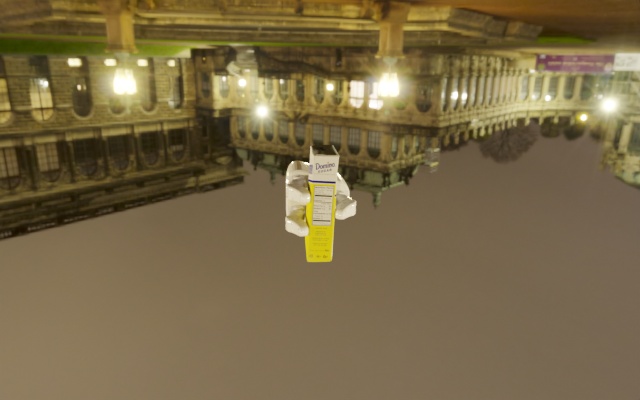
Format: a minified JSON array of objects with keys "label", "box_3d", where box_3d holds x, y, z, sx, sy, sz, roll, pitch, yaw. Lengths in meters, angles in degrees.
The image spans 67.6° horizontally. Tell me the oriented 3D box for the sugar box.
[{"label":"sugar box","box_3d":[0.000,0.003,0.780,0.048,0.176,0.093,0,16,-4]}]
